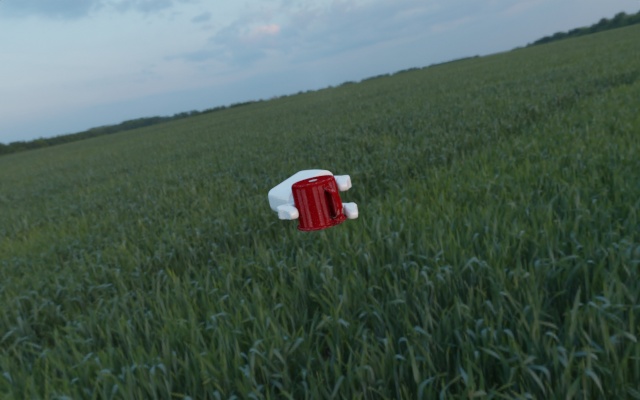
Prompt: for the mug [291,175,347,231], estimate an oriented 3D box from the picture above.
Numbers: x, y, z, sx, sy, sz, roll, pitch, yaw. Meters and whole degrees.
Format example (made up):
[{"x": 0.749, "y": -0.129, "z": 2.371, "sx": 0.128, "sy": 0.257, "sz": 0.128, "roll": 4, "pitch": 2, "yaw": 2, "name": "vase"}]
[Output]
[{"x": 0.001, "y": 0.003, "z": 0.848, "sx": 0.093, "sy": 0.081, "sz": 0.117, "roll": -19, "pitch": 13, "yaw": -28, "name": "mug"}]
